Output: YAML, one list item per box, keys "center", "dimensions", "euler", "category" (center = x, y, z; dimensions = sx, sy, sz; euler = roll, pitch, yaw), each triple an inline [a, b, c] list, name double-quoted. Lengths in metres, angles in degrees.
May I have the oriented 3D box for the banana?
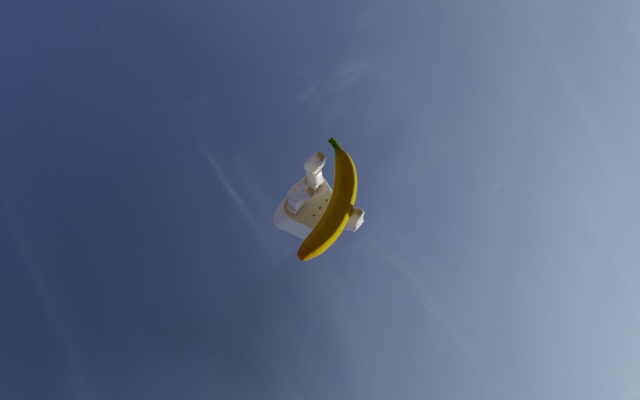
- center: [0.018, 0.005, 0.732]
  dimensions: [0.069, 0.197, 0.037]
  euler: [19, -18, -15]
  category: "banana"
